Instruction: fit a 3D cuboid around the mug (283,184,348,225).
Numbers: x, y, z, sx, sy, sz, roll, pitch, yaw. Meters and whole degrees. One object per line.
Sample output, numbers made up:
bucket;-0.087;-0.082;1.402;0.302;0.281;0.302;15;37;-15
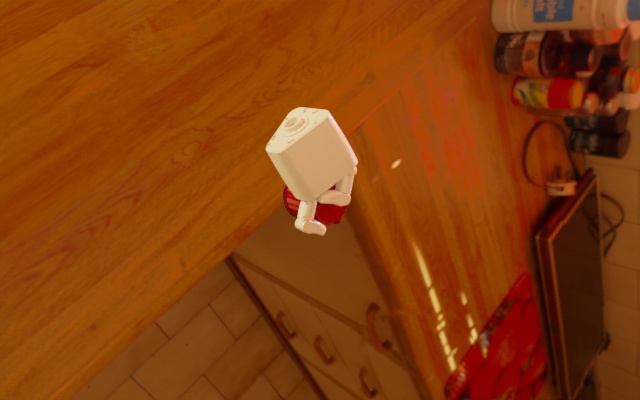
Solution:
mug;0.001;0.004;0.848;0.081;0.093;0.117;18;-29;47
